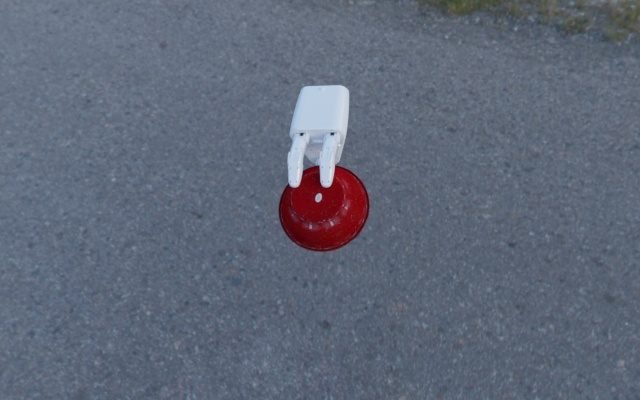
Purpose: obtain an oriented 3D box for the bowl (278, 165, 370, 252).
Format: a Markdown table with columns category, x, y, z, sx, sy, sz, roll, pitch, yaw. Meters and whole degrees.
| category | x | y | z | sx | sy | sz | roll | pitch | yaw |
| --- | --- | --- | --- | --- | --- | --- | --- | --- | --- |
| bowl | 0.000 | 0.004 | 0.808 | 0.162 | 0.162 | 0.055 | 0 | -19 | 12 |
